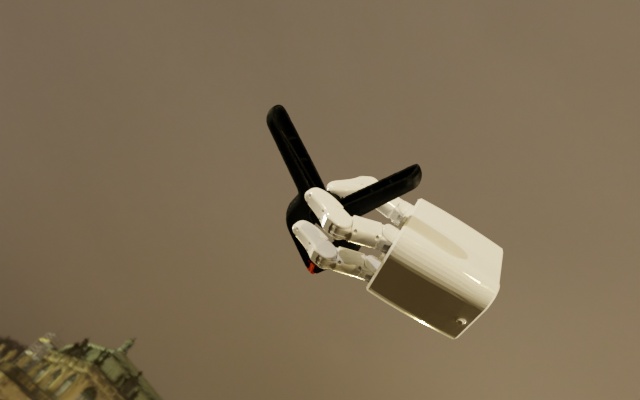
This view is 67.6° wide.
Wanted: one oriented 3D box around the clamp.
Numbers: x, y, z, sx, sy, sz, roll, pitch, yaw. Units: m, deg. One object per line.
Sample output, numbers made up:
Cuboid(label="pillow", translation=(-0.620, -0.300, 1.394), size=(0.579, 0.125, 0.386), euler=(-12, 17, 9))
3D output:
Cuboid(label="clamp", translation=(0.001, 0.002, 0.522), size=(0.164, 0.210, 0.036), euler=(31, 47, 10))
